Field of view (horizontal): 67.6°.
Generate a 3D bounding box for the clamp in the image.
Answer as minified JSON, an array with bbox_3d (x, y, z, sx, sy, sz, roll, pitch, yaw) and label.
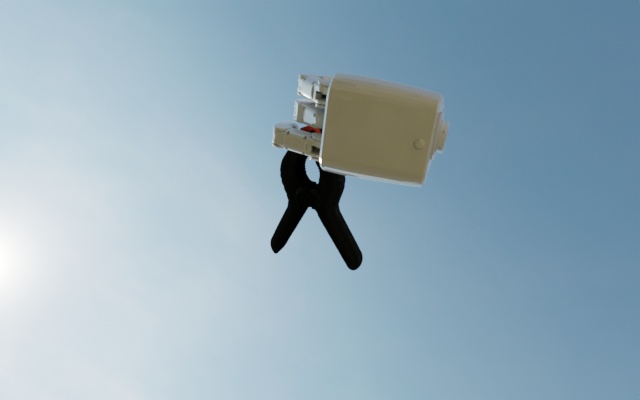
[{"bbox_3d":[0.000,0.001,0.547,0.120,0.171,0.039,14,28,17],"label":"clamp"}]
